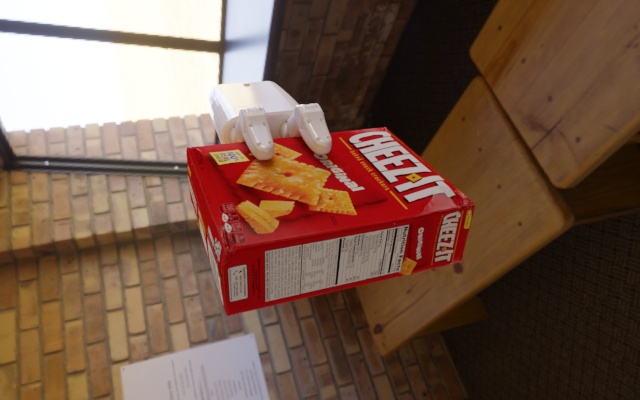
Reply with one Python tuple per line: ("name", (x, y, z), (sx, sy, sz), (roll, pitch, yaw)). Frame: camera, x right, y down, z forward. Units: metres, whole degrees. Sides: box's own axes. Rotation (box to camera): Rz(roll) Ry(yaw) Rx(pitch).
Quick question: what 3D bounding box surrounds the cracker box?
("cracker box", (0.000, 0.002, 0.433), (0.213, 0.072, 0.164), (-9, 35, -19))
